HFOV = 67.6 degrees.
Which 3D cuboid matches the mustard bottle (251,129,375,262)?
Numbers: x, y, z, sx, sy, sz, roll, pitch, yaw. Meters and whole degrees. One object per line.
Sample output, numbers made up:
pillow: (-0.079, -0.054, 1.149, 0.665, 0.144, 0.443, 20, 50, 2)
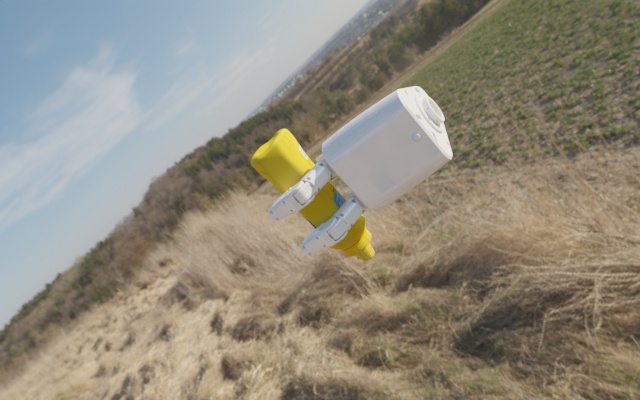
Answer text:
mustard bottle: (0.000, 0.002, 0.582, 0.058, 0.192, 0.096, -41, 13, 6)
